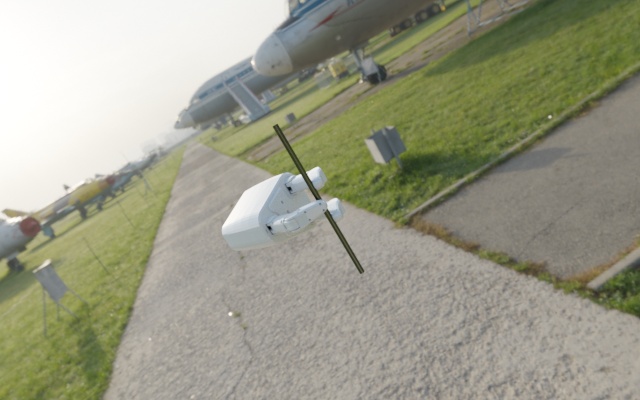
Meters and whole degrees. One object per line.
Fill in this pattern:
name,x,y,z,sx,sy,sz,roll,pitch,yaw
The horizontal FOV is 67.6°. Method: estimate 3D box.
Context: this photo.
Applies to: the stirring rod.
stirring rod,0.000,0.002,0.652,0.011,0.239,0.011,-29,14,8
